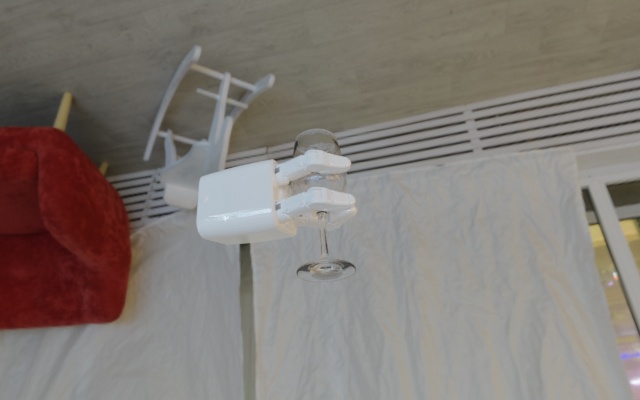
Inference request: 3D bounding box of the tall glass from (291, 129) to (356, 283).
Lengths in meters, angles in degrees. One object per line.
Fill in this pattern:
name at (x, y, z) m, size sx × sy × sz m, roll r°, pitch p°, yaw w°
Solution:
tall glass at (0.000, 0.003, 0.638) m, size 0.079 × 0.201 × 0.079 m, roll -3°, pitch -29°, yaw -2°
